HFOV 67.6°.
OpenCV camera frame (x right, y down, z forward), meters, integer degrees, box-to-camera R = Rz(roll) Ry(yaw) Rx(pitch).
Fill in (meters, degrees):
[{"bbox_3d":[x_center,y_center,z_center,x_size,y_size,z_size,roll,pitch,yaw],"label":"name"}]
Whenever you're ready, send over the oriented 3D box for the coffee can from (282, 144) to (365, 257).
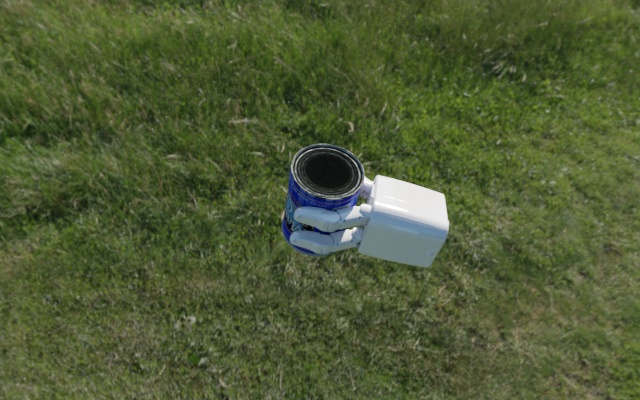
[{"bbox_3d":[0.000,0.002,0.702,0.103,0.102,0.140,0,-39,-11],"label":"coffee can"}]
